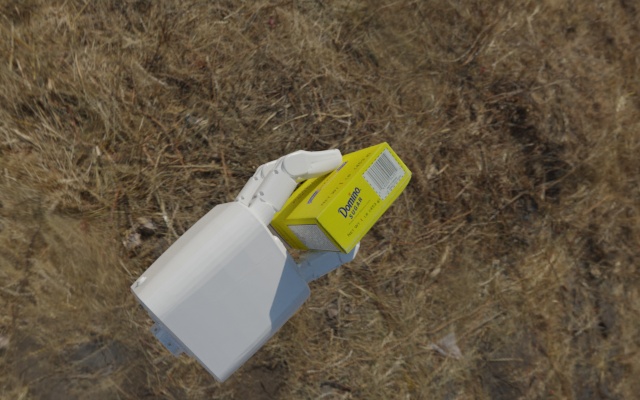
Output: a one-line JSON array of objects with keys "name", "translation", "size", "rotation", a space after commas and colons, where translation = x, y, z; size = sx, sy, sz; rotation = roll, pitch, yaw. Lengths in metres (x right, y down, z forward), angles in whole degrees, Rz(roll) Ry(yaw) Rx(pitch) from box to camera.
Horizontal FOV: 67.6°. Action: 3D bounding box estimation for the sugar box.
[{"name": "sugar box", "translation": [0.000, 0.001, 0.455], "size": [0.093, 0.048, 0.176], "rotation": [-47, 18, -21]}]
